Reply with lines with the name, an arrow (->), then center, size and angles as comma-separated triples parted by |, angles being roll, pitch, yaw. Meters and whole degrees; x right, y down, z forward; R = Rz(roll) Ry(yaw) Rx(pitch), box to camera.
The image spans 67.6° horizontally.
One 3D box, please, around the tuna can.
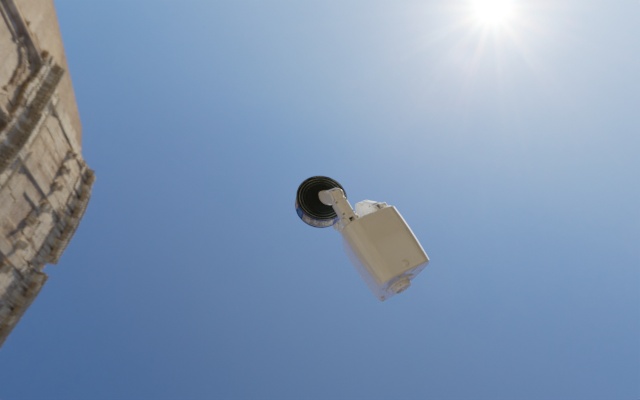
tuna can -> 0.000, 0.003, 0.807 | 0.086, 0.086, 0.034 | 0, -30, -10
